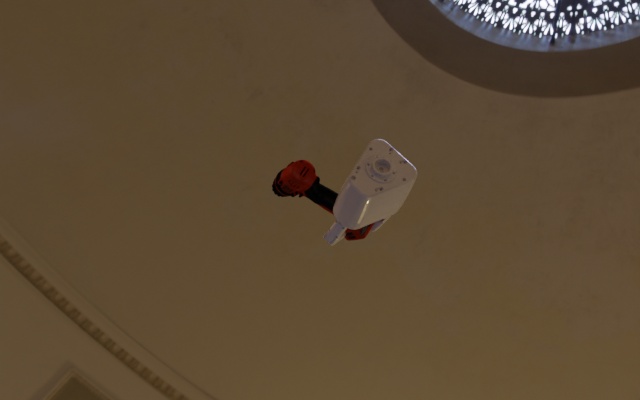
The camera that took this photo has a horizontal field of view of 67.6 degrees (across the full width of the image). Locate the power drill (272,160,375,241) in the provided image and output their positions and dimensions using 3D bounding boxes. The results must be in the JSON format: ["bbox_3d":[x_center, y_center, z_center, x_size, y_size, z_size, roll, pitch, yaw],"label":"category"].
[{"bbox_3d":[0.001,0.003,0.879,0.188,0.057,0.184,33,-14,-11],"label":"power drill"}]
